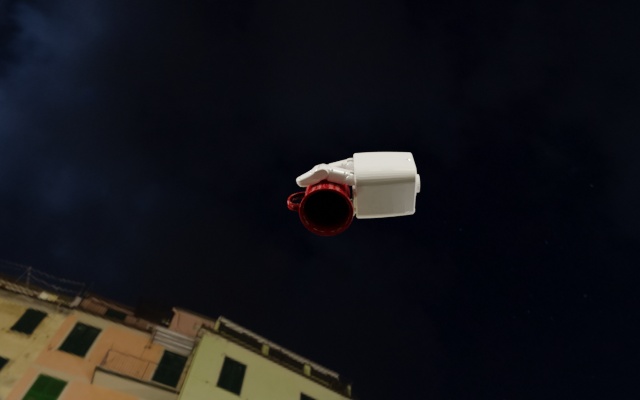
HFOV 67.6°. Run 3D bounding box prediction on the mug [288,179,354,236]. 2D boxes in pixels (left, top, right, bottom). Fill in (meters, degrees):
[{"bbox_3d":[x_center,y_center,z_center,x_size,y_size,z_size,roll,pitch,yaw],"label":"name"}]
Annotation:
[{"bbox_3d":[-0.001,0.003,0.850,0.117,0.093,0.081,-1,27,4],"label":"mug"}]
